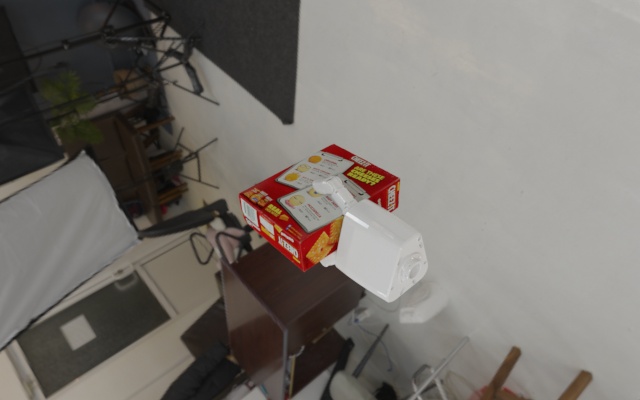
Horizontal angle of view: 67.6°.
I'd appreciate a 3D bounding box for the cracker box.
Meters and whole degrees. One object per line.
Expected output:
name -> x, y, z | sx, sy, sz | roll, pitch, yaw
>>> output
cracker box -> 0.000, 0.003, 0.791 | 0.213, 0.072, 0.164 | -31, 45, -29
